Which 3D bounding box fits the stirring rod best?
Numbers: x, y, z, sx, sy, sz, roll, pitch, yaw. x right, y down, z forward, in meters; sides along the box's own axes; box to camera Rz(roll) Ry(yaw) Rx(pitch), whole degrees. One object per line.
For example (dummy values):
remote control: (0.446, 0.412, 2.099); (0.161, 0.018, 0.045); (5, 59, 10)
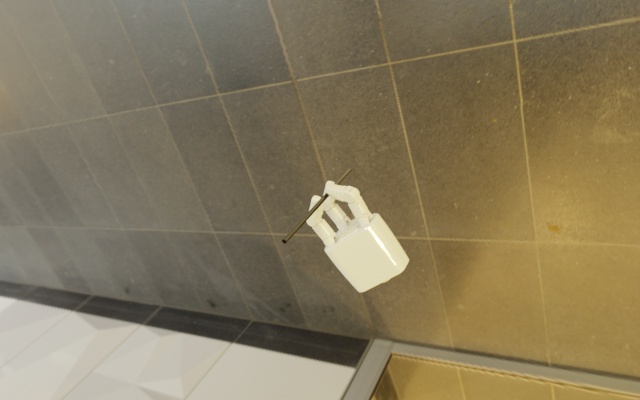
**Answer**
stirring rod: (0.000, 0.003, 0.818); (0.011, 0.011, 0.239); (0, 30, 32)
